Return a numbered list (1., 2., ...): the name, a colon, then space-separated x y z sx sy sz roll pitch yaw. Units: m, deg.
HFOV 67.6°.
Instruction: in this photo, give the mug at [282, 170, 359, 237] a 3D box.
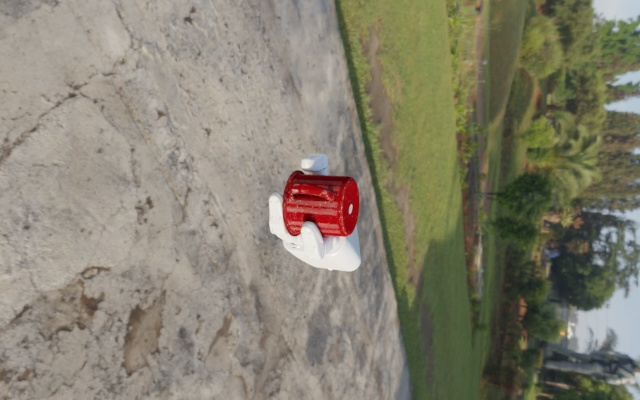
1. mug: 0.000 0.002 0.638 0.081 0.093 0.117 4 -20 21
